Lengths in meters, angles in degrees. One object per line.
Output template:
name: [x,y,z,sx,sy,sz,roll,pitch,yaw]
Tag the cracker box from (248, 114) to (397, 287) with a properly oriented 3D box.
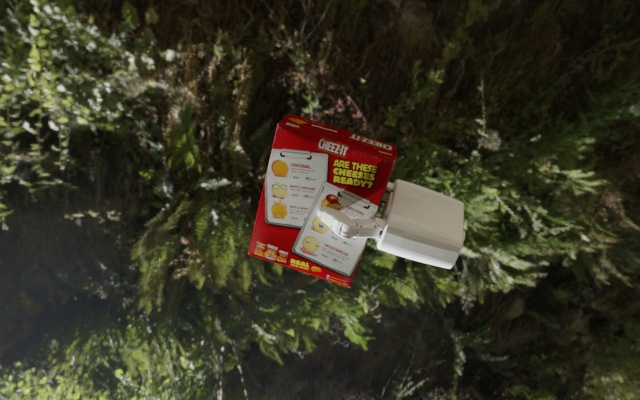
cracker box: [0.000,0.002,0.692,0.164,0.214,0.072,18,26,3]
